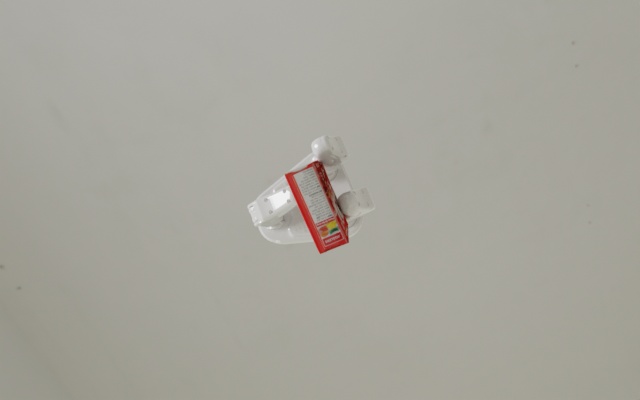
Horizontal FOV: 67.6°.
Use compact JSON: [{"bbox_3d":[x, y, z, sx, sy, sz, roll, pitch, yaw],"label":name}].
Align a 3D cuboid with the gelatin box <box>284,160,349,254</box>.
[{"bbox_3d":[0.000,0.002,0.429,0.030,0.073,0.089,-23,5,6],"label":"gelatin box"}]
